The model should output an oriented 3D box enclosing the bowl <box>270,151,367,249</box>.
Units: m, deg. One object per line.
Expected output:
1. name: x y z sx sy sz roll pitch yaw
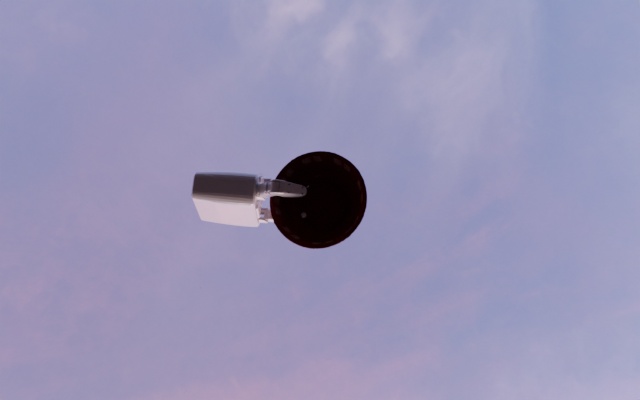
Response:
1. bowl: 0.001 0.003 0.793 0.162 0.162 0.055 0 -12 13
